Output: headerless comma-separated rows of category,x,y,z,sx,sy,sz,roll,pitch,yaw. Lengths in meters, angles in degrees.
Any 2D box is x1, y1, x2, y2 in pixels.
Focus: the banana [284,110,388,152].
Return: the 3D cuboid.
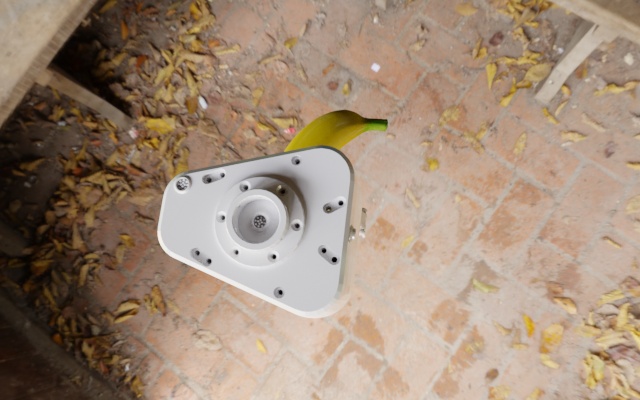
banana,-0.014,-0.011,0.433,0.069,0.198,0.037,31,-9,8
